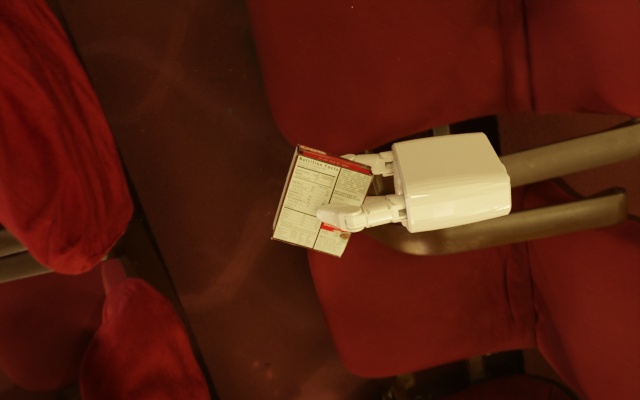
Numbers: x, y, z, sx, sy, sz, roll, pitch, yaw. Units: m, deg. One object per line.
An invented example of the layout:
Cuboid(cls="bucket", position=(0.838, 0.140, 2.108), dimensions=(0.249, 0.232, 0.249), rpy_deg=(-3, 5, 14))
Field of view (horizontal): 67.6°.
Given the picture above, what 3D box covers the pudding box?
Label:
Cuboid(cls="pudding box", position=(0.000, 0.002, 0.549), dimensions=(0.090, 0.113, 0.039), rpy_deg=(17, 21, -6))
